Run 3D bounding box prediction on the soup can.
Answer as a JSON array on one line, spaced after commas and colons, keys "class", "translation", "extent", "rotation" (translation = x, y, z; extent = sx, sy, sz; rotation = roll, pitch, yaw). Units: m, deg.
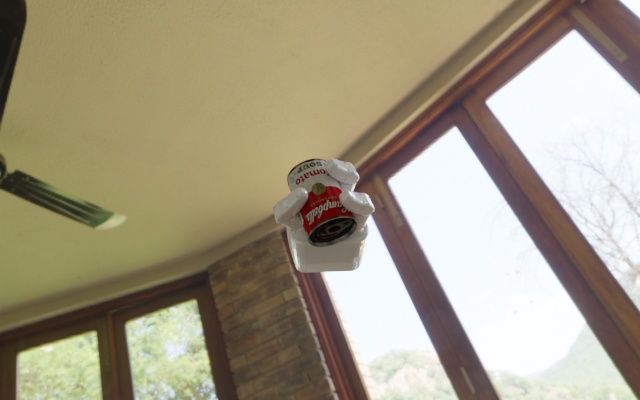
[{"class": "soup can", "translation": [0.000, 0.002, 0.648], "extent": [0.068, 0.102, 0.069], "rotation": [-16, -32, -10]}]
